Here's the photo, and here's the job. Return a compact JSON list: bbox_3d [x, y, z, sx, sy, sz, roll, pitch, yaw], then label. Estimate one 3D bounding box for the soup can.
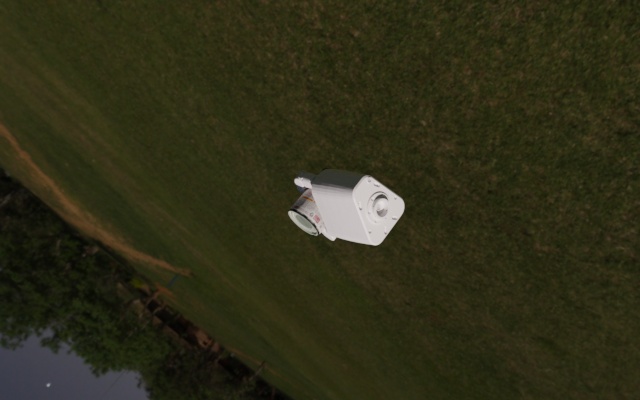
[{"bbox_3d":[0.000,0.003,0.837,0.068,0.102,0.068,34,-20,14],"label":"soup can"}]
